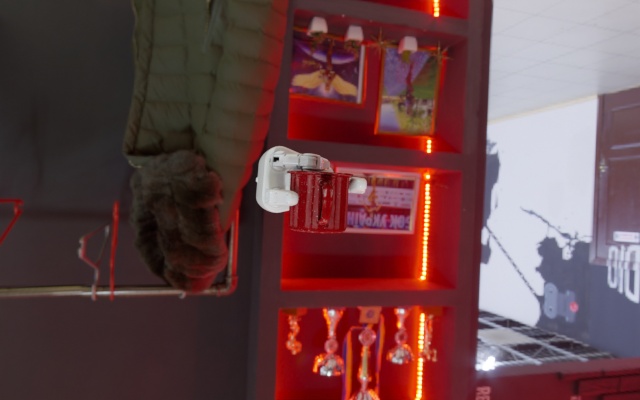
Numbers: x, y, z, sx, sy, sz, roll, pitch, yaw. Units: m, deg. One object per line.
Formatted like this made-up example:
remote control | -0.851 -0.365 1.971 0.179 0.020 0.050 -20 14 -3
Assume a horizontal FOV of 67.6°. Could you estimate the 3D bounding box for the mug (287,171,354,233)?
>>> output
mug | 0.000 0.002 0.652 0.093 0.081 0.117 3 2 -13
